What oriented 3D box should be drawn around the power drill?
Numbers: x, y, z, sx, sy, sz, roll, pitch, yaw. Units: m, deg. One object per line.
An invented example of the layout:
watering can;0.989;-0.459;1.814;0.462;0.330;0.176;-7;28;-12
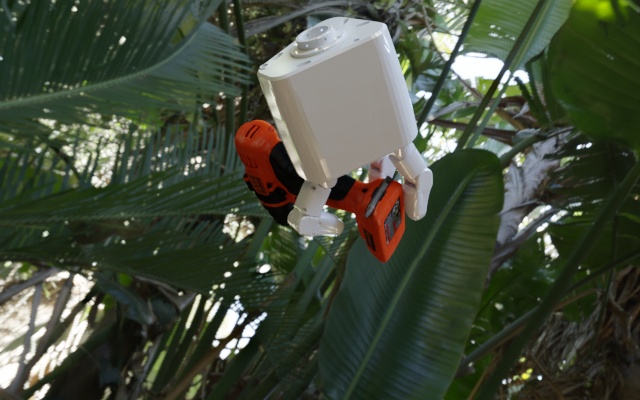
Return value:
power drill;0.000;0.002;0.542;0.187;0.057;0.184;22;-24;23
